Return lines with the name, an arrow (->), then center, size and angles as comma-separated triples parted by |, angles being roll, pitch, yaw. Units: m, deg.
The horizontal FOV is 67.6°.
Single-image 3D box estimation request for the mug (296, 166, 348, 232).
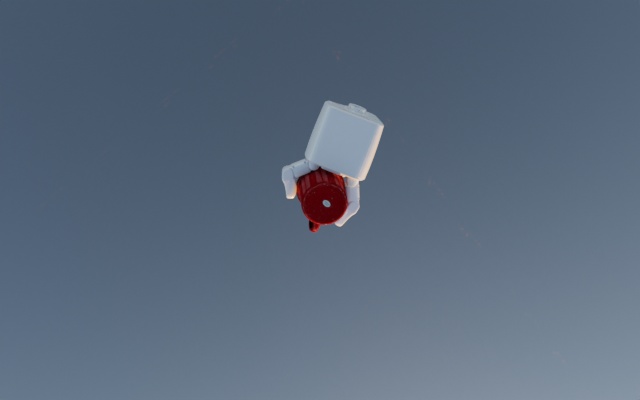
mug -> 0.000, 0.004, 0.859 | 0.093, 0.117, 0.081 | 16, 20, -12
